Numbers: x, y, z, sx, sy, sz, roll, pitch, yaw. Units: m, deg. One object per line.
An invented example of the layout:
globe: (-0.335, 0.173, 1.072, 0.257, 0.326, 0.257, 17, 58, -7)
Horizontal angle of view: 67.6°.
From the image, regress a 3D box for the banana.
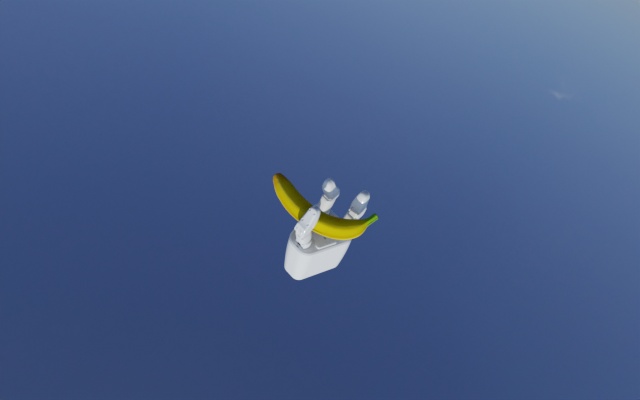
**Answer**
banana: (-0.005, 0.019, 0.818, 0.198, 0.069, 0.037, 24, -23, 9)
